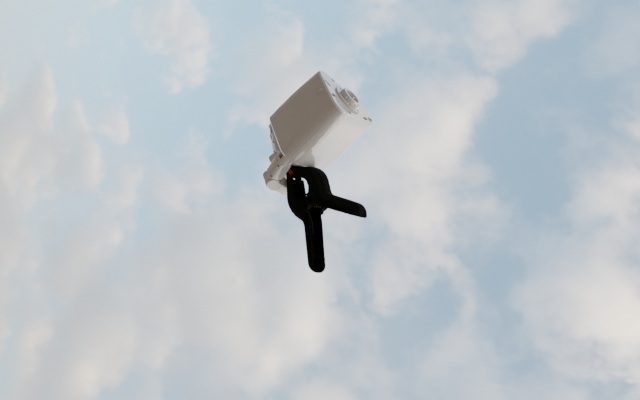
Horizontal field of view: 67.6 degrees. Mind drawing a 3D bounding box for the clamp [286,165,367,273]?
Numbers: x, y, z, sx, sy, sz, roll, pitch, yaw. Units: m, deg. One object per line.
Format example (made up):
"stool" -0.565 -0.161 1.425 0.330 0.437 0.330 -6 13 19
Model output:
"clamp" 0.000 0.002 0.679 0.120 0.171 0.039 -42 -35 26
